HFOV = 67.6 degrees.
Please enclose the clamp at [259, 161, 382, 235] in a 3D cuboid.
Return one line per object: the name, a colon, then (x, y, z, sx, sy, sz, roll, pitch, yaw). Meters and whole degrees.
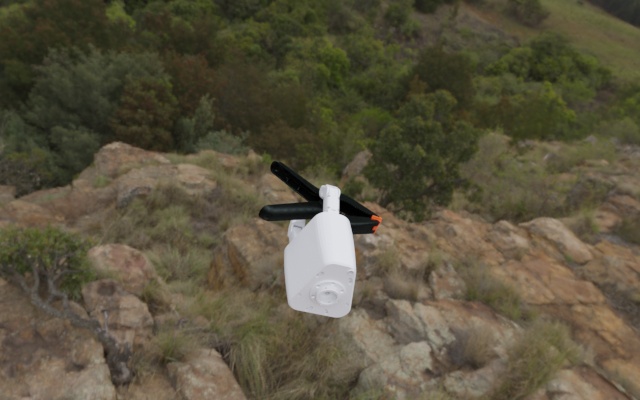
clamp: (0.001, 0.002, 0.799, 0.210, 0.036, 0.164, 16, 32, -16)
